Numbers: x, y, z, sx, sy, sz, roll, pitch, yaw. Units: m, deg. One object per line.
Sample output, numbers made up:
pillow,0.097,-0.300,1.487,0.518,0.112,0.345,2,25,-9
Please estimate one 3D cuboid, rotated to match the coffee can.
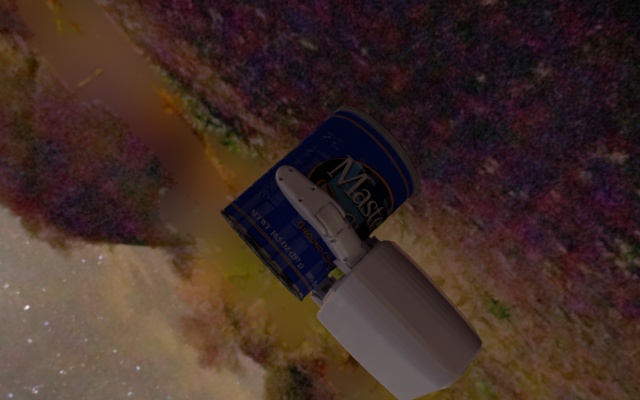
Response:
coffee can,0.000,0.001,0.415,0.140,0.103,0.103,-42,10,-12
